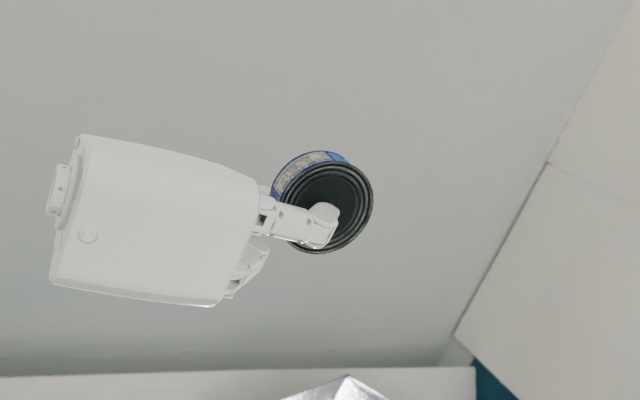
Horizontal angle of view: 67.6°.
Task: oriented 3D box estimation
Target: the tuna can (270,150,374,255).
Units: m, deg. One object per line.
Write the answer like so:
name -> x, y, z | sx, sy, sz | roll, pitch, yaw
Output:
tuna can -> 0.000, 0.001, 0.411 | 0.086, 0.086, 0.033 | 0, 25, -24
